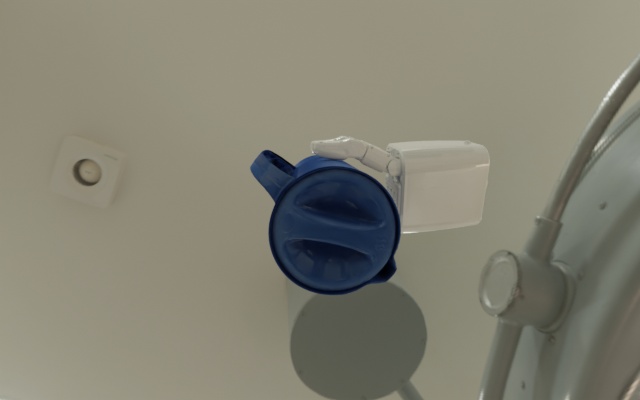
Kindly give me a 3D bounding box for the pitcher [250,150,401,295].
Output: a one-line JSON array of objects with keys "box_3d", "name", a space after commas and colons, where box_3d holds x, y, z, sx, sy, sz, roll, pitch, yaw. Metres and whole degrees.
[{"box_3d": [0.000, 0.002, 0.584, 0.145, 0.149, 0.242, -7, 12, -2], "name": "pitcher"}]
